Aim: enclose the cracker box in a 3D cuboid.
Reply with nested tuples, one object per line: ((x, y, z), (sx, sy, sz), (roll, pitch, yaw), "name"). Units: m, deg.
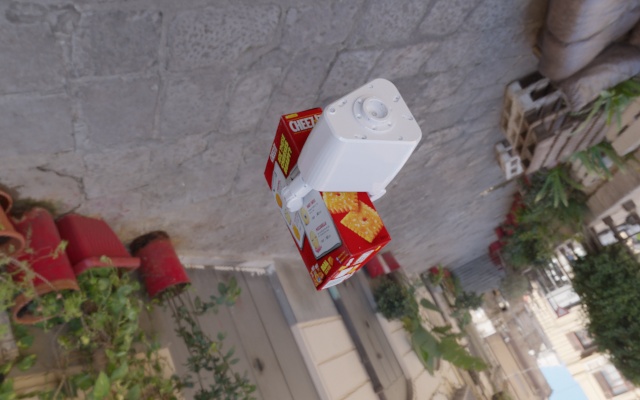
((0.000, 0.002, 0.685), (0.072, 0.213, 0.164), (-18, -20, -23), "cracker box")
